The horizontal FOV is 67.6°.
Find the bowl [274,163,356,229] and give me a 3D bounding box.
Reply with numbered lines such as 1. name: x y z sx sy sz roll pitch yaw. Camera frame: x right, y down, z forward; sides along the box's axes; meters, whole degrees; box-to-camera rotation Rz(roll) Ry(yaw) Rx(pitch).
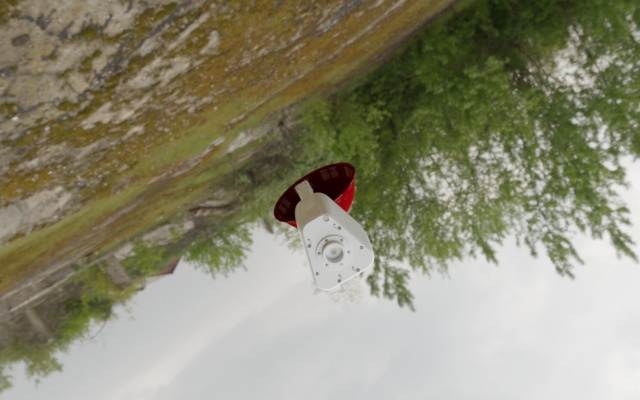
1. bowl: 0.000 0.002 0.835 0.162 0.055 0.162 -26 26 14
